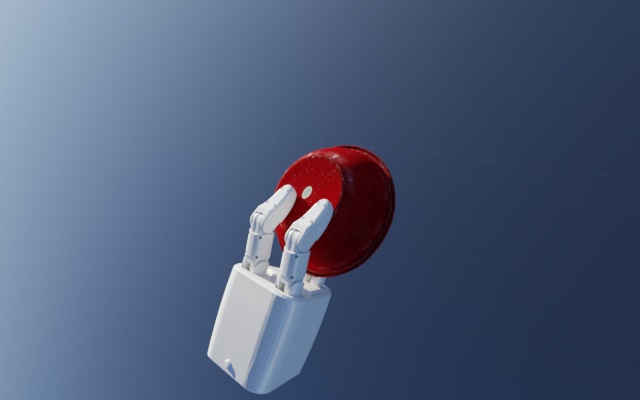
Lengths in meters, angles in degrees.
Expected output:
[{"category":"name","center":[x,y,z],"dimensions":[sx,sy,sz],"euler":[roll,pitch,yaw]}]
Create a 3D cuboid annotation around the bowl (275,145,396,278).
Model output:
[{"category":"bowl","center":[0.000,0.000,0.538],"dimensions":[0.162,0.162,0.055],"euler":[0,-19,35]}]
